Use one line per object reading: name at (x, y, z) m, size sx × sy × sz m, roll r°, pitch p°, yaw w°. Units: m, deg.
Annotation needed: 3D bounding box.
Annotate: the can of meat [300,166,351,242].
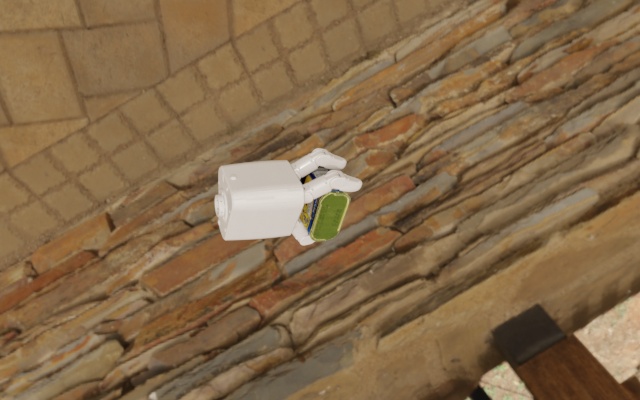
can of meat at (0.000, 0.003, 0.764) m, size 0.057 × 0.102 × 0.084 m, roll -2°, pitch 38°, yaw -25°
